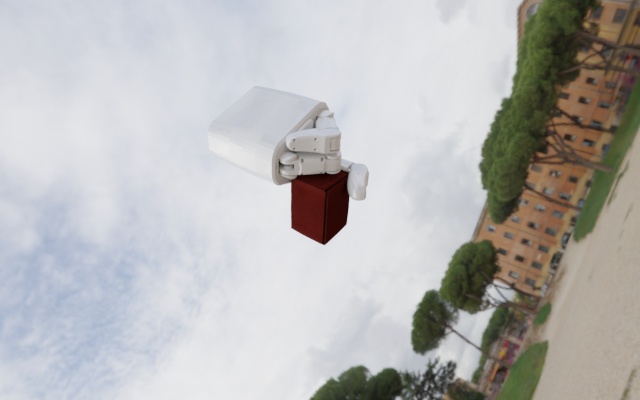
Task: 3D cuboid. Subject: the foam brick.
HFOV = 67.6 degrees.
[{"bbox_3d":[0.000,0.002,0.571,0.051,0.078,0.053,22,38,27],"label":"foam brick"}]
